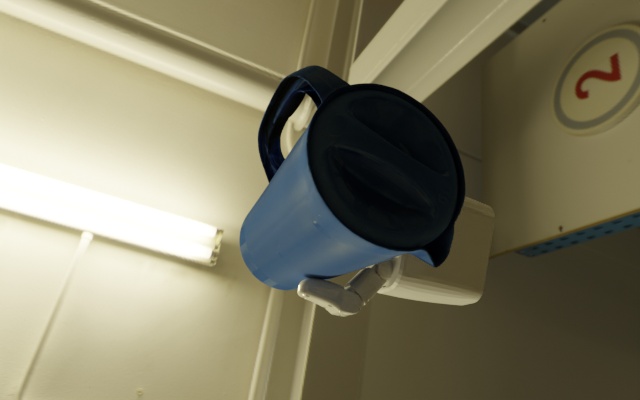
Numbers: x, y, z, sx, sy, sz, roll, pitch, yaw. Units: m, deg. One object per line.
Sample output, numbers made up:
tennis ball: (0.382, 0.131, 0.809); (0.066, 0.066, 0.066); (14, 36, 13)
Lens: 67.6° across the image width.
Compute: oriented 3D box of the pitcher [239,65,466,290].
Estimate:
pitcher: (0.000, 0.002, 0.444); (0.145, 0.149, 0.243); (14, -25, -20)
